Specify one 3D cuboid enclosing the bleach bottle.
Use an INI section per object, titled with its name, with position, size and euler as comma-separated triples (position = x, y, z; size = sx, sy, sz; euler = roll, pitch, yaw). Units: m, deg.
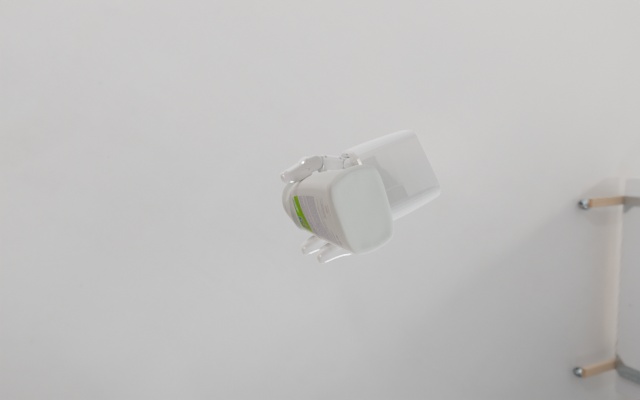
[bleach bottle]
position = 0.000, 0.002, 0.640
size = 0.068, 0.102, 0.251
euler = -23, 14, -20
